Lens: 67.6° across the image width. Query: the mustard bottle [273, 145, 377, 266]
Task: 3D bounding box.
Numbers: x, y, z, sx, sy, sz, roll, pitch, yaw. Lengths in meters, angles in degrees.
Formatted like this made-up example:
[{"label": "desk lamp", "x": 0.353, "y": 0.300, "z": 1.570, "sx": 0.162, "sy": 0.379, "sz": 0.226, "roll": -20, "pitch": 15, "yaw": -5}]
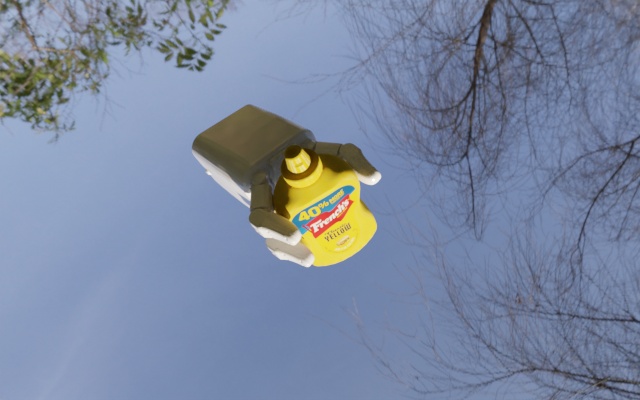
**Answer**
[{"label": "mustard bottle", "x": 0.000, "y": 0.002, "z": 0.529, "sx": 0.096, "sy": 0.058, "sz": 0.192, "roll": -30, "pitch": -36, "yaw": -1}]
